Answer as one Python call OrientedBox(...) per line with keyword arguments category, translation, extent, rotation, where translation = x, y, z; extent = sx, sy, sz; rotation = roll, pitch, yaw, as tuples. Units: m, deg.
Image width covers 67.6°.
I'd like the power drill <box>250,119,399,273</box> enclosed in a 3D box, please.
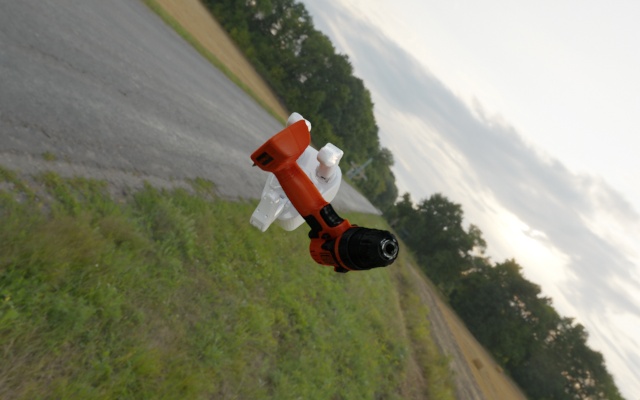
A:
OrientedBox(category="power drill", translation=(0.000, 0.001, 0.564), extent=(0.057, 0.187, 0.184), rotation=(-34, 8, -24))
